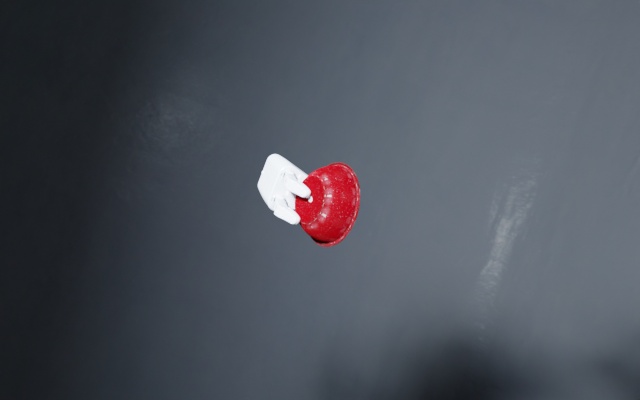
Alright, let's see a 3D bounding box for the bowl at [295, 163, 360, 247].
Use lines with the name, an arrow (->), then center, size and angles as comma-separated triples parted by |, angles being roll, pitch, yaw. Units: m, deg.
bowl -> 0.001, 0.003, 0.885 | 0.055, 0.162, 0.162 | 13, -8, -37
